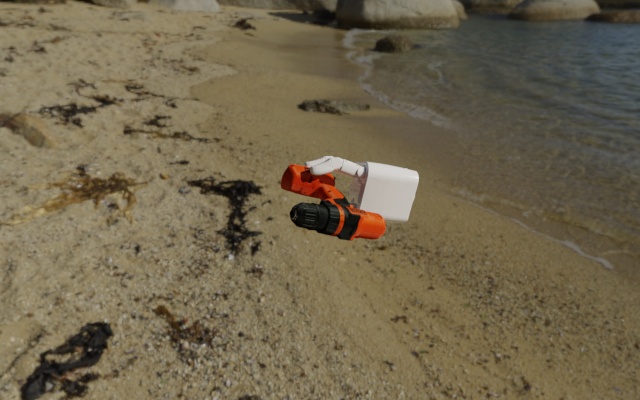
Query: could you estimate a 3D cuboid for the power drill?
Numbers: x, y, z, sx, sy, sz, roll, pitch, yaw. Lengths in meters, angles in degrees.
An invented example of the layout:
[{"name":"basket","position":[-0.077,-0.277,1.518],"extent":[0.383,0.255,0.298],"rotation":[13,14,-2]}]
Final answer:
[{"name":"power drill","position":[0.000,0.003,0.834],"extent":[0.184,0.057,0.187],"rotation":[13,23,-35]}]
